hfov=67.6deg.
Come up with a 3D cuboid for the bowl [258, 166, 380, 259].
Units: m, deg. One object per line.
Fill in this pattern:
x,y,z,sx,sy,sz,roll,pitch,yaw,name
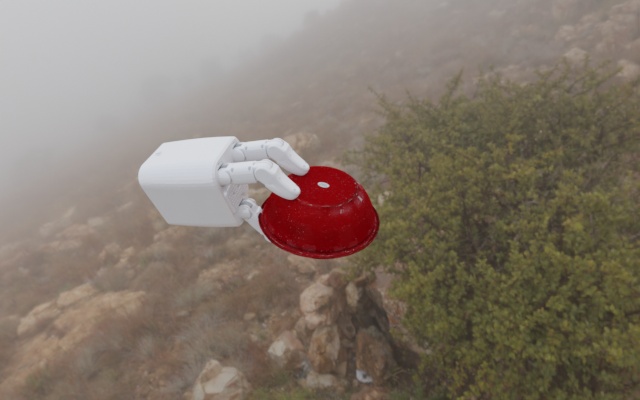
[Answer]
0.001,0.002,0.620,0.162,0.055,0.162,3,36,-2,bowl
